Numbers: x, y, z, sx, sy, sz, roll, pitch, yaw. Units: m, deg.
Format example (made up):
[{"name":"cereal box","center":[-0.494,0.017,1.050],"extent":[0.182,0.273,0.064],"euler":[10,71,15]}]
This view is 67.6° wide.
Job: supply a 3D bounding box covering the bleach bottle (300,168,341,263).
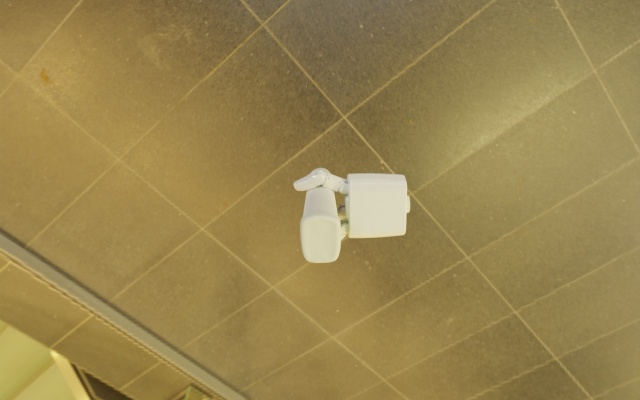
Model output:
[{"name":"bleach bottle","center":[0.000,0.003,0.898],"extent":[0.068,0.103,0.250],"euler":[-1,32,0]}]
